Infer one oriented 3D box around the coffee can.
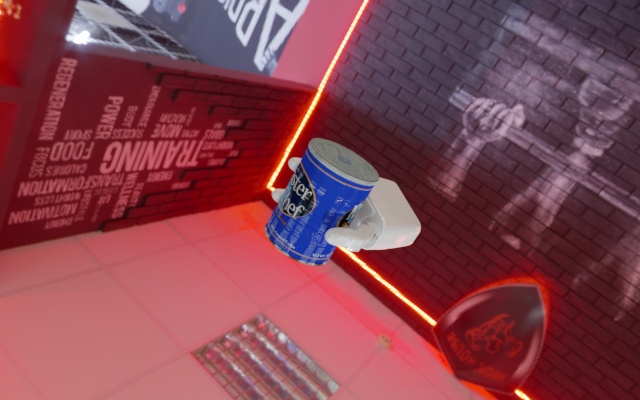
[{"bbox_3d":[0.000,0.002,0.645,0.103,0.140,0.102,26,22,-11],"label":"coffee can"}]
